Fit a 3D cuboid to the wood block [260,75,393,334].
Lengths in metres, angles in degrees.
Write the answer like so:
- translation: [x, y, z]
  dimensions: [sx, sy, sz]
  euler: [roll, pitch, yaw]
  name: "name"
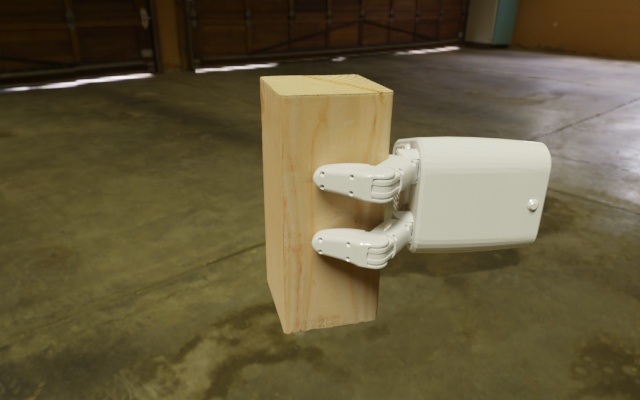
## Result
- translation: [0.000, 0.001, 0.421]
  dimensions: [0.090, 0.206, 0.090]
  euler: [-5, 24, -14]
  name: "wood block"
